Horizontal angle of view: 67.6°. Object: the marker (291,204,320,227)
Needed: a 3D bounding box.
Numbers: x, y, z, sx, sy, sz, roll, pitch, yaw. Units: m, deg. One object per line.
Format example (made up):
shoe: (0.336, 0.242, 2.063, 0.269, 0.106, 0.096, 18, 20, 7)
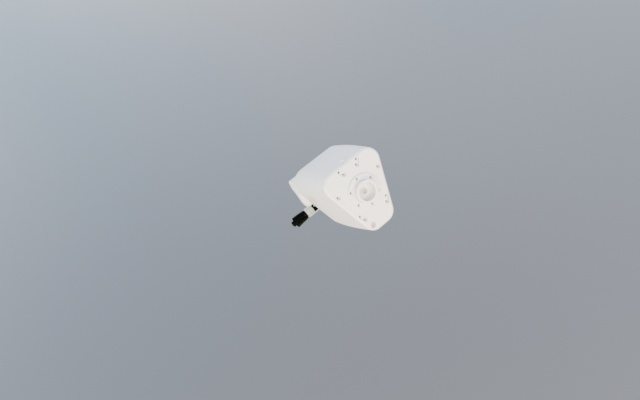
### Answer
marker: (0.000, 0.003, 0.795, 0.121, 0.020, 0.020, -40, 12, -14)
